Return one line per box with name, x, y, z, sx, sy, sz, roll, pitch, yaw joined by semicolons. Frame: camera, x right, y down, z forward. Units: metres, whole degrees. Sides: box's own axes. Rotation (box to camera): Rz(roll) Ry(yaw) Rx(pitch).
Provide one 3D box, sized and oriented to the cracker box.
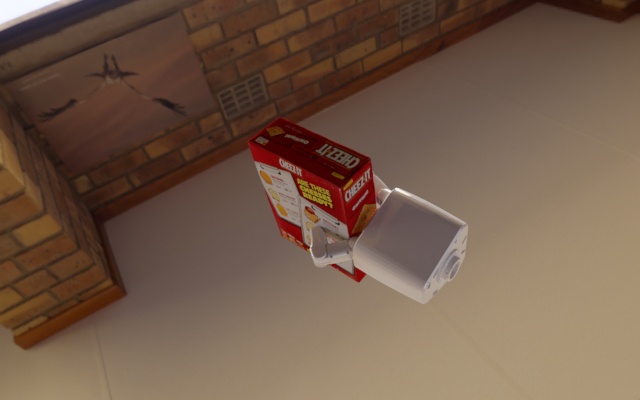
cracker box;0.000;0.002;0.685;0.164;0.214;0.072;28;59;31
